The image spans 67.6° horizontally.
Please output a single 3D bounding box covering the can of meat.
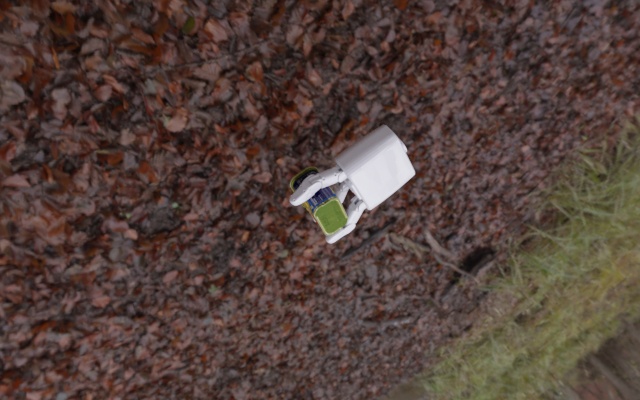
[{"bbox_3d":[0.000,0.003,0.839,0.057,0.084,0.102,-35,-35,-4],"label":"can of meat"}]
